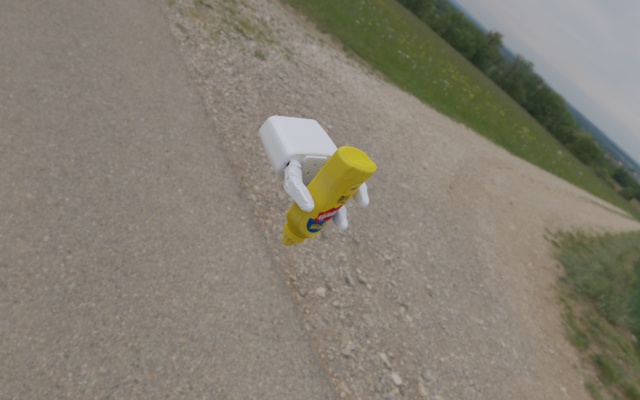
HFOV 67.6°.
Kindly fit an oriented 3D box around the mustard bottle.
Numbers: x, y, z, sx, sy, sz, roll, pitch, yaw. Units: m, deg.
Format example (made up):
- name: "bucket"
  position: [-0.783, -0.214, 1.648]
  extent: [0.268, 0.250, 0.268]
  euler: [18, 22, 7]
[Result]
- name: "mustard bottle"
  position: [0.000, 0.003, 0.746]
  extent: [0.192, 0.058, 0.096]
  euler: [-49, -18, 24]
